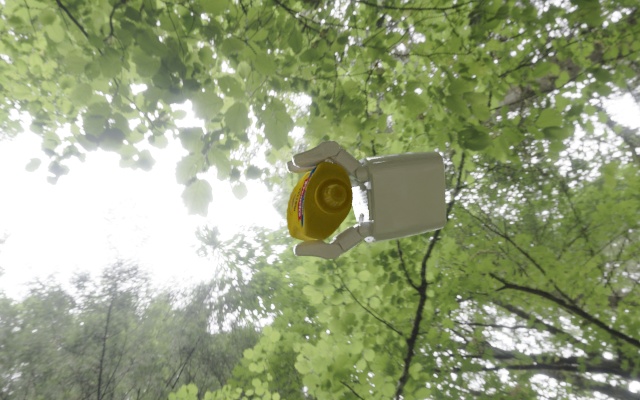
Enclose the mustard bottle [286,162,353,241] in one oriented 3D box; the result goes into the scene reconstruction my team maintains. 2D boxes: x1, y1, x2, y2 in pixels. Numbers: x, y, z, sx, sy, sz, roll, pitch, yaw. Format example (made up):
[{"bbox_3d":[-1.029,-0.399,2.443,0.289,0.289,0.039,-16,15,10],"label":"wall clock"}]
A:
[{"bbox_3d":[0.000,0.002,0.604,0.058,0.096,0.191,17,-9,-11],"label":"mustard bottle"}]
